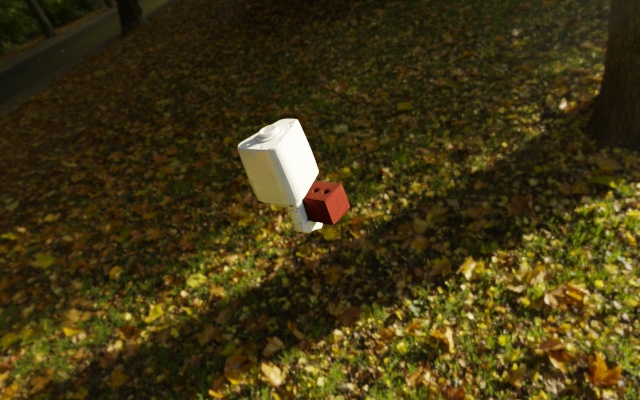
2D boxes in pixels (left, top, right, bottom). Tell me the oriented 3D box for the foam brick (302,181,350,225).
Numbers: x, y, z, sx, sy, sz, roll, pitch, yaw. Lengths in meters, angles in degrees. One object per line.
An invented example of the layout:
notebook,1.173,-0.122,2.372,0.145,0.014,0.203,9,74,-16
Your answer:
foam brick,0.000,0.003,0.817,0.078,0.051,0.053,8,39,39
